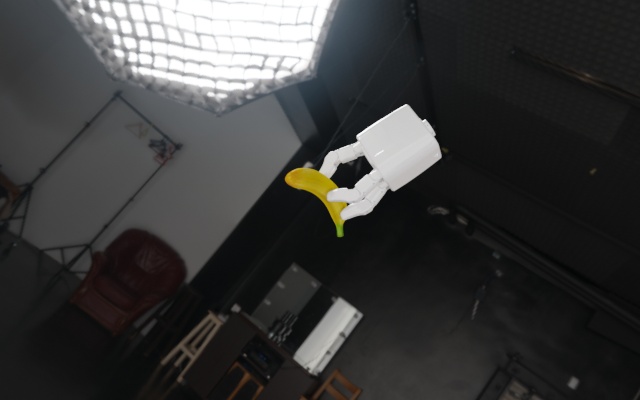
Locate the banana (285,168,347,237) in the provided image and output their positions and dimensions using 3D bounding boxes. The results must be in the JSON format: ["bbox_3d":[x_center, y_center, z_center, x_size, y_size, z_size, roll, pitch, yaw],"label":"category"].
[{"bbox_3d":[0.003,-0.011,0.834,0.037,0.069,0.198,-15,-38,26],"label":"banana"}]
